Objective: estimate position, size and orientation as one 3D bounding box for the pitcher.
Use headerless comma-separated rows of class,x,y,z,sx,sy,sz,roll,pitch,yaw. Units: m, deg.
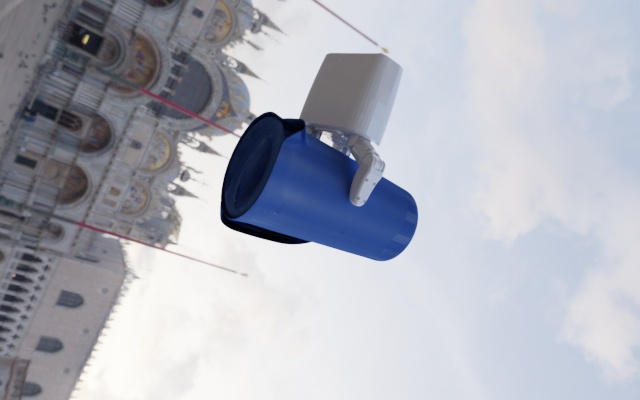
pitcher,0.000,0.002,0.614,0.243,0.145,0.149,23,-6,-32
